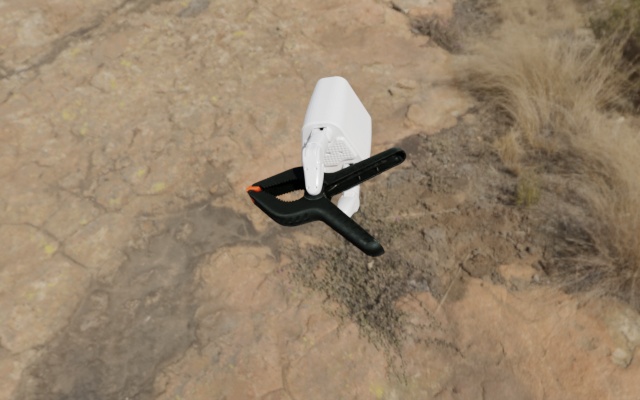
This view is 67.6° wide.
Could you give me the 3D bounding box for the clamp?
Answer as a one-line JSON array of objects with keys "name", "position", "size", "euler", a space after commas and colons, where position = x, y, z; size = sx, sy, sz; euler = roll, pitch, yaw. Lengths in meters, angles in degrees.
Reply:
[{"name": "clamp", "position": [-0.001, 0.001, 0.606], "size": [0.210, 0.164, 0.036], "euler": [-3, -42, 17]}]
